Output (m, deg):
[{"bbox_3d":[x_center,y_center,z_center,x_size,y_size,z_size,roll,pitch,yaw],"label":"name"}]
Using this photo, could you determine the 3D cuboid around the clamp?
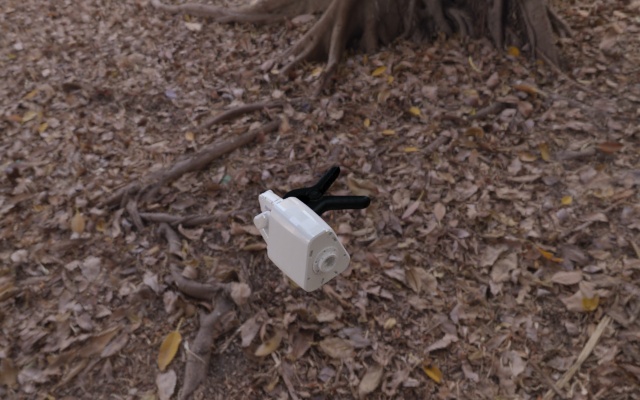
[{"bbox_3d":[0.000,0.002,0.849,0.171,0.039,0.120,-30,42,-23],"label":"clamp"}]
